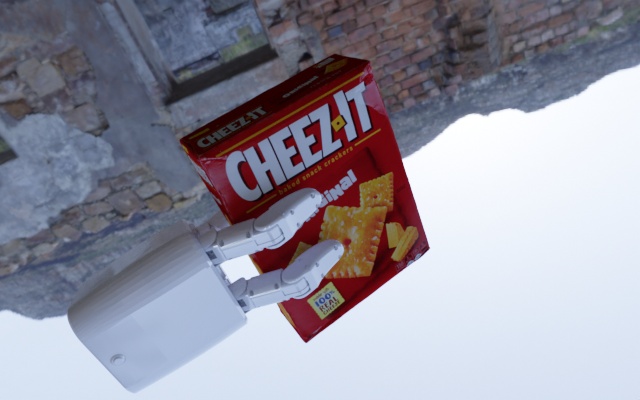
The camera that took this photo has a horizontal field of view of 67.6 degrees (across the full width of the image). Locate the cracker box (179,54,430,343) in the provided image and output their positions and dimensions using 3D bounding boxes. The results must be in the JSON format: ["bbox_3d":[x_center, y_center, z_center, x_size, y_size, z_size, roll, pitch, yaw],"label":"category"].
[{"bbox_3d":[0.000,0.002,0.442,0.164,0.214,0.072,-33,32,-15],"label":"cracker box"}]
